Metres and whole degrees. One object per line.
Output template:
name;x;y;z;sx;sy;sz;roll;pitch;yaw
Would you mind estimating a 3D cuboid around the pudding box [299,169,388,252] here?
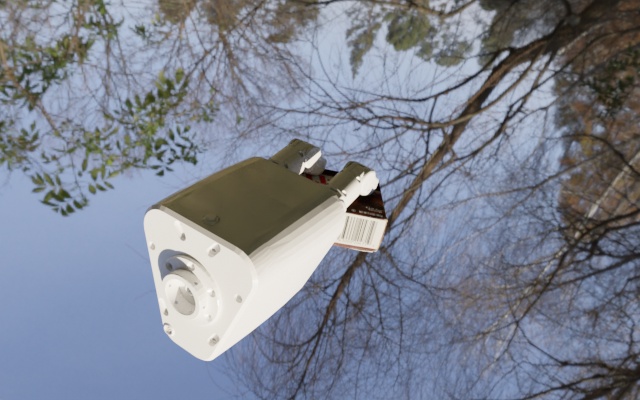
pudding box;0.000;0.002;0.440;0.113;0.039;0.090;13;26;-4
